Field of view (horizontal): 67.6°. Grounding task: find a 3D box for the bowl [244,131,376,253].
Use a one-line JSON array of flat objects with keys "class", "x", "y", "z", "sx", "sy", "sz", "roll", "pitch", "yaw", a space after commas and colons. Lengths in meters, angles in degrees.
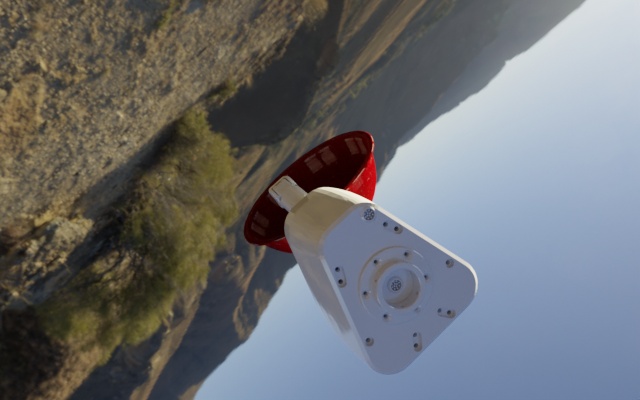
[{"class": "bowl", "x": 0.000, "y": 0.001, "z": 0.489, "sx": 0.055, "sy": 0.162, "sz": 0.162, "roll": 50, "pitch": -25, "yaw": -23}]
